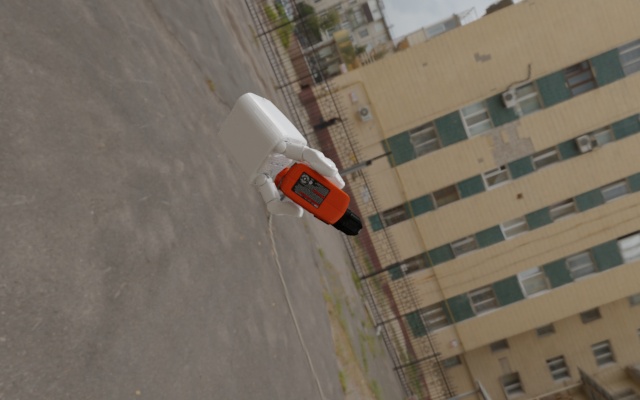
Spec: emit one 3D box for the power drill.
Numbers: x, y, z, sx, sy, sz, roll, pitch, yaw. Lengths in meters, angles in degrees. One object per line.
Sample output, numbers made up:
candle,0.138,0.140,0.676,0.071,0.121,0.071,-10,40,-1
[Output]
power drill,0.000,0.002,0.802,0.184,0.057,0.187,33,-5,-1
